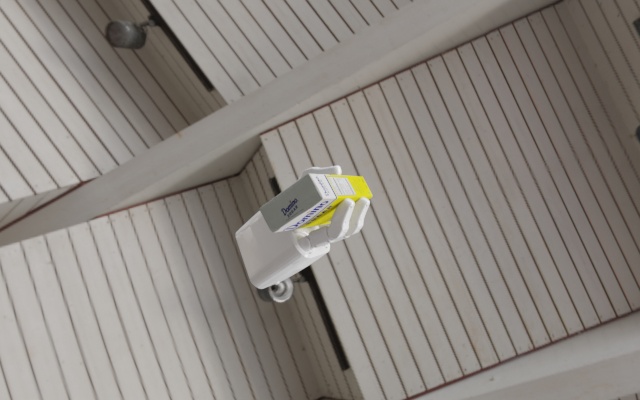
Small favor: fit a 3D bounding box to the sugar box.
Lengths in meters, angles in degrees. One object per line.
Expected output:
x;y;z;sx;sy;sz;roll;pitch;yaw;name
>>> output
0.000;0.003;0.692;0.093;0.048;0.176;-34;-11;25;sugar box
